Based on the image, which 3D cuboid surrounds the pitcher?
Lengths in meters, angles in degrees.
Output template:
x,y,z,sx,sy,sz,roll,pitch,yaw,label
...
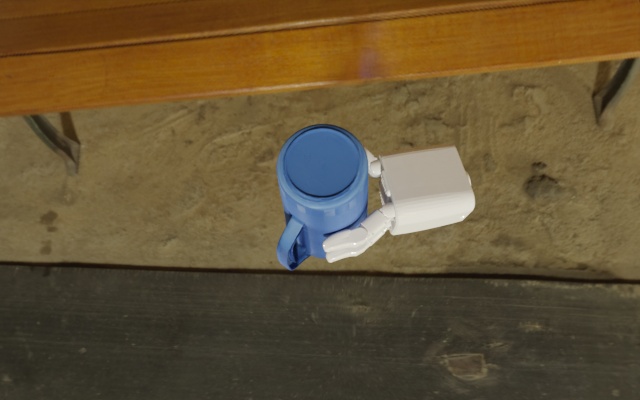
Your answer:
x,y,z,sx,sy,sz,roll,pitch,yaw,label
0.000,0.002,0.658,0.145,0.149,0.243,-8,-18,0,pitcher
